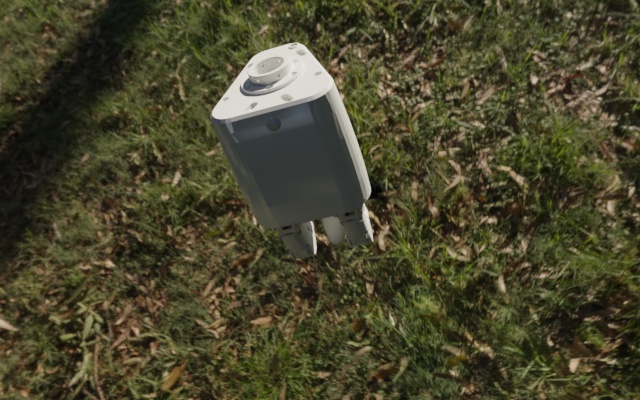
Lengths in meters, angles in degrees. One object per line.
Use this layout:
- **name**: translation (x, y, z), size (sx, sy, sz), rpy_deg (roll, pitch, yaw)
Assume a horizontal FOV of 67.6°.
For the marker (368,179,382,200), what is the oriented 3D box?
- **marker**: translation (0.000, 0.002, 0.465), size (0.121, 0.020, 0.020), rpy_deg (-14, -2, 9)
